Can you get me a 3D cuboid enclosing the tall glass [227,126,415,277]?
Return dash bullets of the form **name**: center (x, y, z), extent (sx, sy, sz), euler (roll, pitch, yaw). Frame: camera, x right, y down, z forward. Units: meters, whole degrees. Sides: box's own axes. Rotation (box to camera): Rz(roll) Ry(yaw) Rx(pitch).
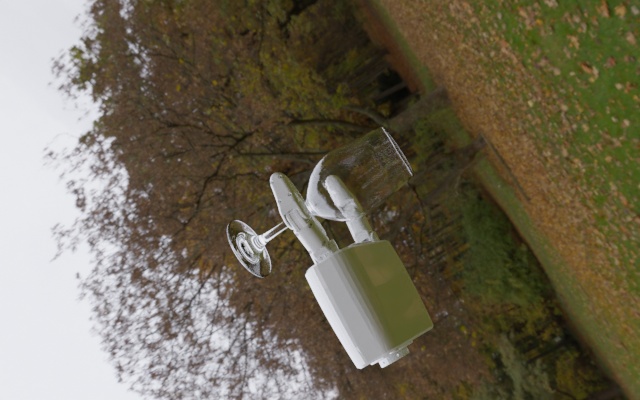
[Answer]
- **tall glass**: center (-0.001, 0.002, 0.514), extent (0.201, 0.079, 0.079), euler (-34, -9, 14)
